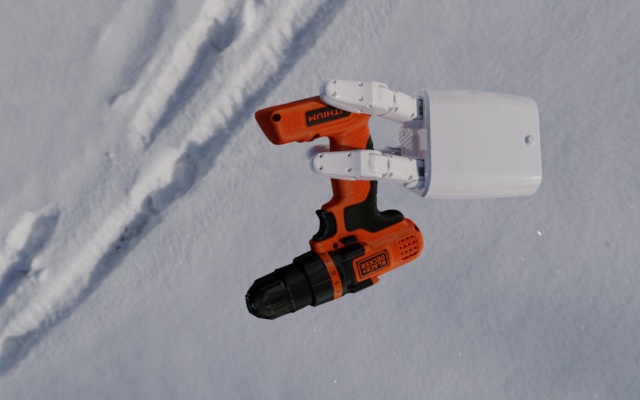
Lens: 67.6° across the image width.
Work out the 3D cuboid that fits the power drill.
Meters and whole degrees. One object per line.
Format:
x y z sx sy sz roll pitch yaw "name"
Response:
0.000 0.001 0.438 0.184 0.188 0.057 -20 18 -22 "power drill"
